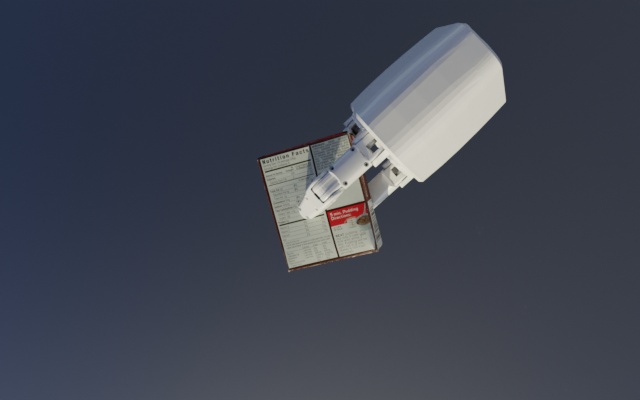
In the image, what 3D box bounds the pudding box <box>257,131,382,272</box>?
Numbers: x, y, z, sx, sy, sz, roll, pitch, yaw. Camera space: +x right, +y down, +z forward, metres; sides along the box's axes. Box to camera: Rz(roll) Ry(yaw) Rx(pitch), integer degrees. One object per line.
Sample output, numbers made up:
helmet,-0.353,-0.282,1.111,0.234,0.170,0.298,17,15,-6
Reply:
pudding box,0.000,0.001,0.445,0.090,0.113,0.039,-14,1,12
